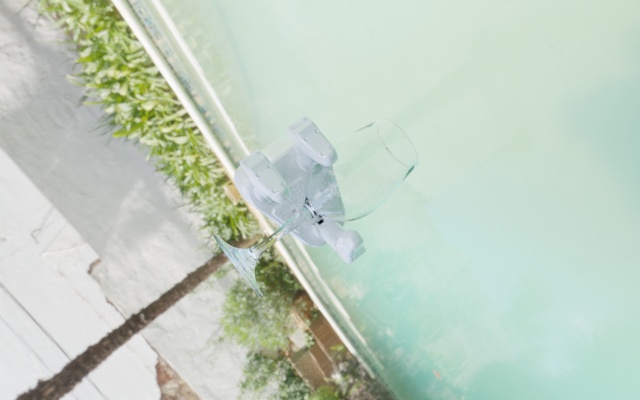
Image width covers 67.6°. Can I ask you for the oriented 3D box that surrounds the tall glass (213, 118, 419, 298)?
[{"bbox_3d":[0.000,0.002,0.463,0.201,0.079,0.079,-37,8,-10],"label":"tall glass"}]
